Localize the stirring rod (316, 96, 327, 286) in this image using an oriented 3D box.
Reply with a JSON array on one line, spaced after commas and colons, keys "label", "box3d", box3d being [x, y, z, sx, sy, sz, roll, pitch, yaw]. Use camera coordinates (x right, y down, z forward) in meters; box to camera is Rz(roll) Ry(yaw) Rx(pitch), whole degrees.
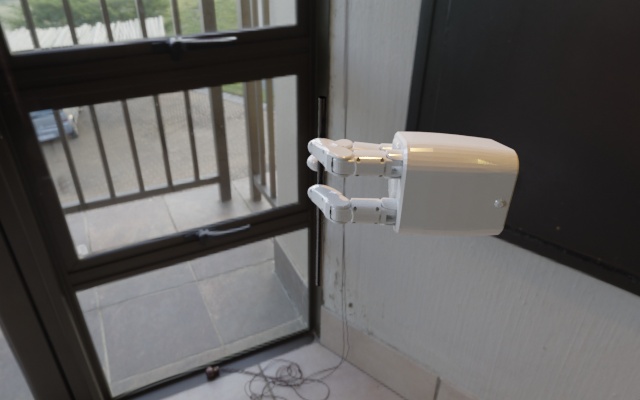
[{"label": "stirring rod", "box3d": [0.000, 0.002, 0.528, 0.011, 0.240, 0.011, 1, 32, -1]}]
